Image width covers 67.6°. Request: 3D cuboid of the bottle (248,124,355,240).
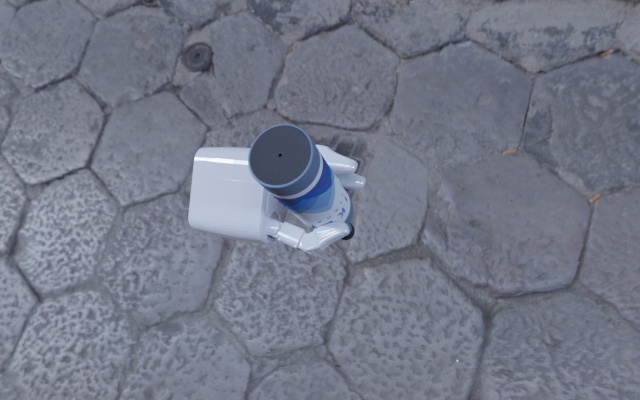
[{"bbox_3d":[0.000,0.002,0.587,0.069,0.069,0.296,0,-18,16],"label":"bottle"}]
